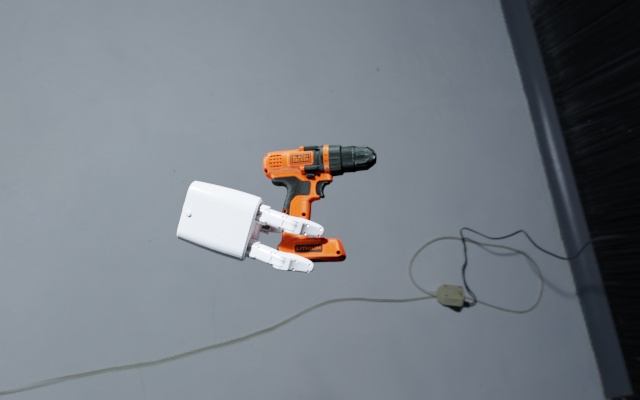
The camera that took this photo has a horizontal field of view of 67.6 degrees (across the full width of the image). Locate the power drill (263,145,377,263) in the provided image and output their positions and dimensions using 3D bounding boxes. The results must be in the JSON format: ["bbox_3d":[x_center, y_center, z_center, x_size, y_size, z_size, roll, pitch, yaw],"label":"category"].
[{"bbox_3d":[0.000,0.003,0.755,0.184,0.187,0.057,-4,-17,10],"label":"power drill"}]
